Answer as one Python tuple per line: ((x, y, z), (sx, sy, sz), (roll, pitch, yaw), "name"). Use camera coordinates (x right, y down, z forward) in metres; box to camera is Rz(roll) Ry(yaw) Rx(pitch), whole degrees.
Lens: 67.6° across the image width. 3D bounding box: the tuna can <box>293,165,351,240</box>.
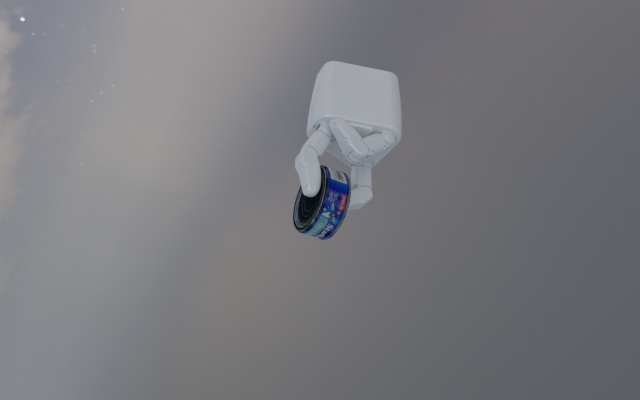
((0.000, 0.002, 0.571), (0.034, 0.086, 0.086), (19, -8, -23), "tuna can")
